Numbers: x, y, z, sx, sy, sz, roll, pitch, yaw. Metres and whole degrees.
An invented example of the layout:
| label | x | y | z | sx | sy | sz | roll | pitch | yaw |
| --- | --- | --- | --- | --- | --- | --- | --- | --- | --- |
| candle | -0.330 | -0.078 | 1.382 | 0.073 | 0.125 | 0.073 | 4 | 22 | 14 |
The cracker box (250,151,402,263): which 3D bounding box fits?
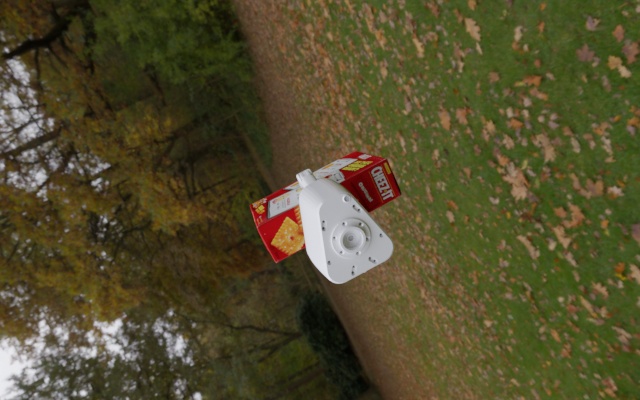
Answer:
| label | x | y | z | sx | sy | sz | roll | pitch | yaw |
| --- | --- | --- | --- | --- | --- | --- | --- | --- | --- |
| cracker box | 0.000 | 0.002 | 0.764 | 0.213 | 0.072 | 0.164 | -27 | 14 | -6 |
